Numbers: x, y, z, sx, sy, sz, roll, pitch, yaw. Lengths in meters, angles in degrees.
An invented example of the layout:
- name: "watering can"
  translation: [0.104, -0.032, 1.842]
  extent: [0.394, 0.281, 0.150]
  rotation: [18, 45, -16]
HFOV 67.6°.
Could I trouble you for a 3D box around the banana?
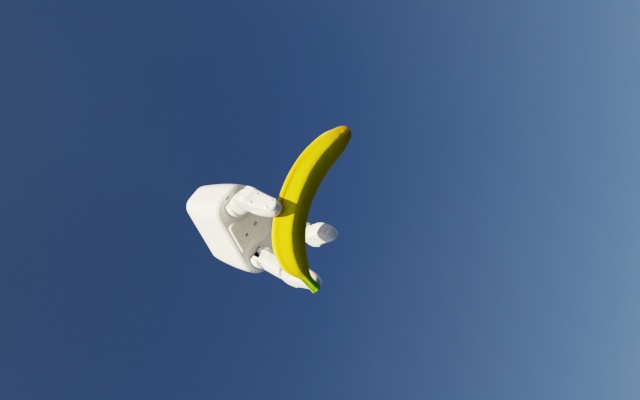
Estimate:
- name: "banana"
  translation: [-0.015, 0.000, 0.543]
  extent: [0.069, 0.197, 0.037]
  rotation: [19, -10, -34]
